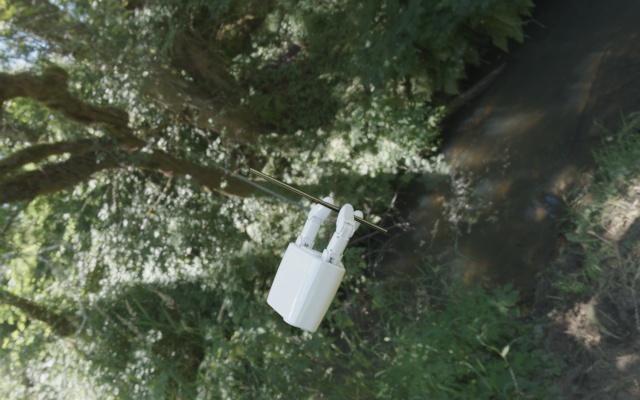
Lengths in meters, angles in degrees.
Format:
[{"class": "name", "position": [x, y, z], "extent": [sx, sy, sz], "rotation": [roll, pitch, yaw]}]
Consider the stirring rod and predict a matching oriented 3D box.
[{"class": "stirring rod", "position": [0.000, 0.003, 0.740], "extent": [0.239, 0.011, 0.011], "rotation": [25, -7, -15]}]
